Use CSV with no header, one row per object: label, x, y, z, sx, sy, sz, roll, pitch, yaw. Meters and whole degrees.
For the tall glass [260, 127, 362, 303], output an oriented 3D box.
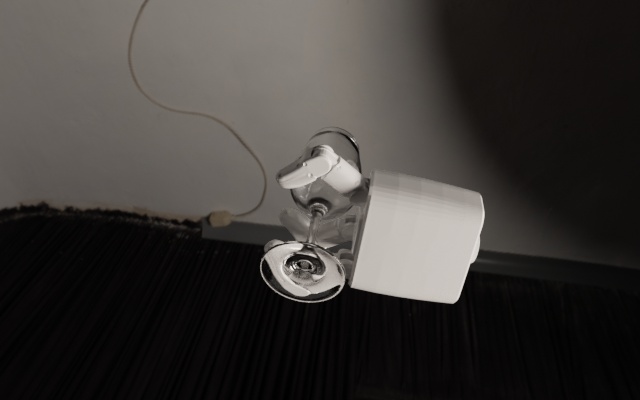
tall glass,0.000,0.002,0.482,0.079,0.079,0.201,0,38,11
